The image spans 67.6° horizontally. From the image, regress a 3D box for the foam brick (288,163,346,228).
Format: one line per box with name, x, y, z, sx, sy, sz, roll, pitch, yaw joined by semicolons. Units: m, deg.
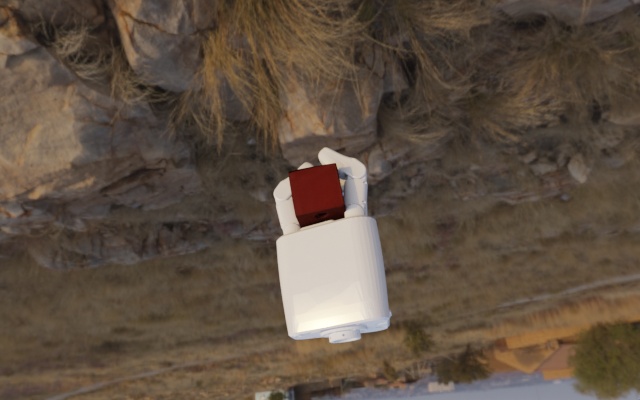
foam brick;0.000;0.002;0.522;0.053;0.051;0.078;-11;-23;4
